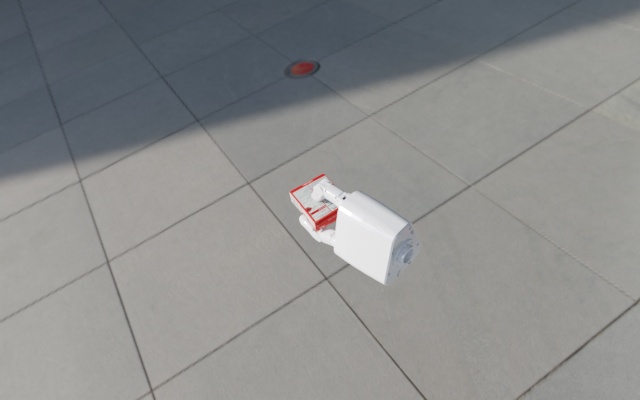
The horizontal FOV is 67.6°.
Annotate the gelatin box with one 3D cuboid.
[{"bbox_3d":[0.000,0.002,0.826,0.073,0.030,0.089,-30,53,-16],"label":"gelatin box"}]
